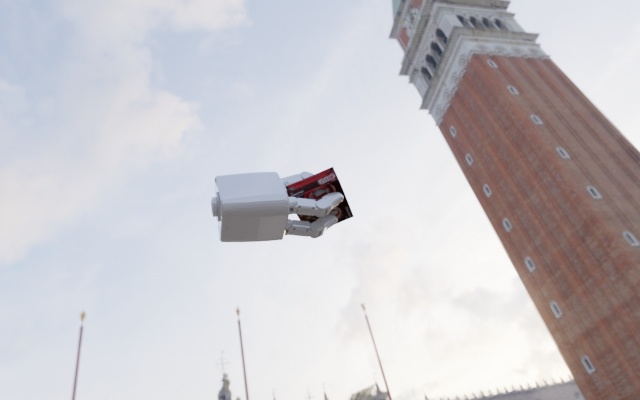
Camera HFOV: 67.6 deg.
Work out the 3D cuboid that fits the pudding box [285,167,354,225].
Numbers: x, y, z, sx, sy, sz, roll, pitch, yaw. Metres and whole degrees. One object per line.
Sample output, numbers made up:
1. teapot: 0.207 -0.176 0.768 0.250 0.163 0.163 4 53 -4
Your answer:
1. pudding box: 0.000 0.003 0.833 0.090 0.039 0.114 -22 -38 3
